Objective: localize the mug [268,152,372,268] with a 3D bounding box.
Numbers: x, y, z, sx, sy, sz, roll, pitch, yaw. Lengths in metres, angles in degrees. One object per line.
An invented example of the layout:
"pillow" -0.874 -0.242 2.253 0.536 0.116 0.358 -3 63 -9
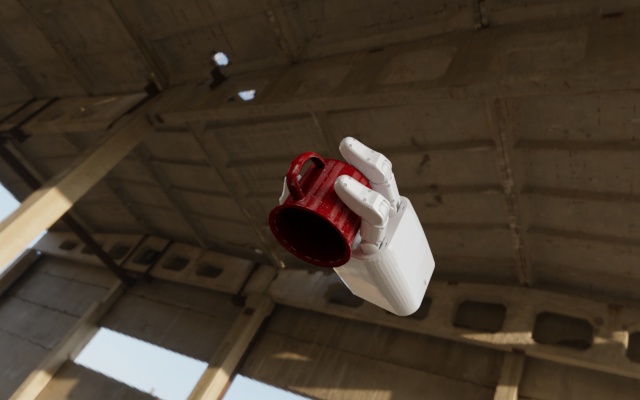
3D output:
"mug" -0.001 0.000 0.496 0.093 0.117 0.081 -1 43 37
